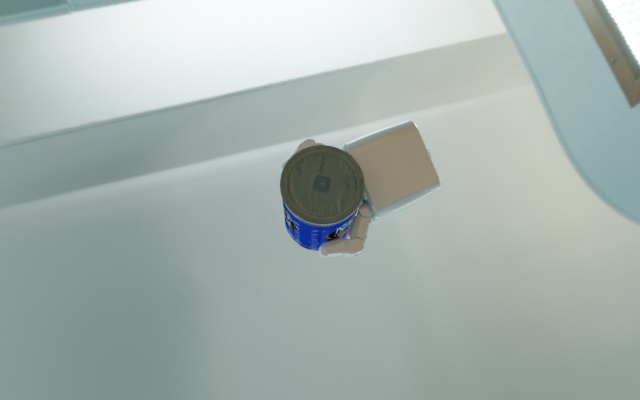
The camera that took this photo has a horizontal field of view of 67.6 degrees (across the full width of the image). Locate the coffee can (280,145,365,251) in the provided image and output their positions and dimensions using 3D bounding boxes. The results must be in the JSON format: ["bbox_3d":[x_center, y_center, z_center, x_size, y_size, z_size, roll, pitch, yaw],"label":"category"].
[{"bbox_3d":[0.000,0.002,0.638,0.103,0.102,0.140,0,-19,-2],"label":"coffee can"}]
